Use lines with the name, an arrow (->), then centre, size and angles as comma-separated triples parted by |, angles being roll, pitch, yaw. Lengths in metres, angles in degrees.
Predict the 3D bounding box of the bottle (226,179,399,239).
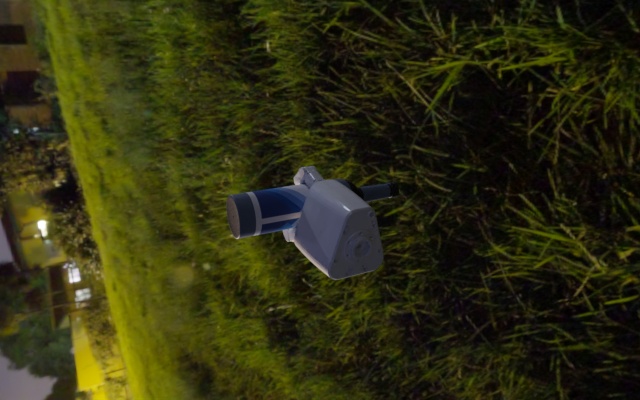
bottle -> 0.000, 0.003, 0.775 | 0.295, 0.069, 0.069 | -10, 4, -26
